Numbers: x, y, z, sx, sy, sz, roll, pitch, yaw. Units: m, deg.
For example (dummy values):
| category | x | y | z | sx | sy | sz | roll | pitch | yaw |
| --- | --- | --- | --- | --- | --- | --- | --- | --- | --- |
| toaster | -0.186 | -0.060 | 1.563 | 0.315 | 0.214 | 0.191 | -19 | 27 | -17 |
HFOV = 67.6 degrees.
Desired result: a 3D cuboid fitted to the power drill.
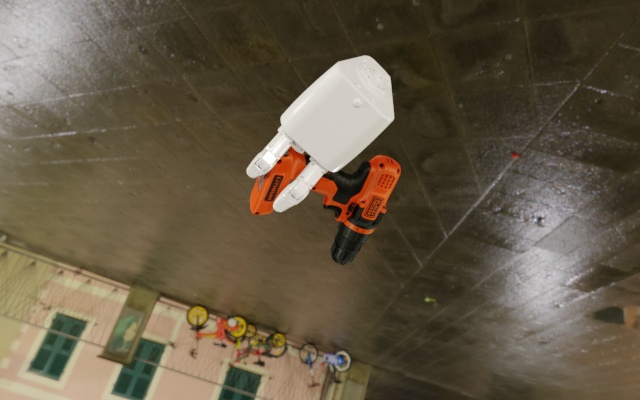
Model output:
| category | x | y | z | sx | sy | sz | roll | pitch | yaw |
| --- | --- | --- | --- | --- | --- | --- | --- | --- | --- |
| power drill | 0.000 | 0.002 | 0.678 | 0.188 | 0.184 | 0.057 | 14 | 26 | -20 |
